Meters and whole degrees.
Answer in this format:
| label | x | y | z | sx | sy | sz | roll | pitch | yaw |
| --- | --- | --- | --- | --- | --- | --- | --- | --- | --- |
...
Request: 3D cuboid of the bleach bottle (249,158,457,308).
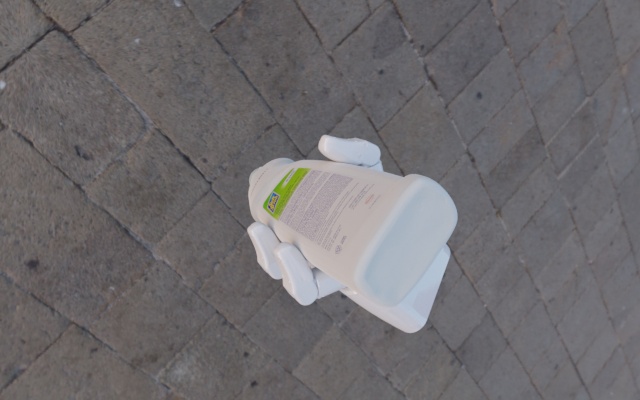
| label | x | y | z | sx | sy | sz | roll | pitch | yaw |
| --- | --- | --- | --- | --- | --- | --- | --- | --- | --- |
| bleach bottle | 0.000 | 0.002 | 0.445 | 0.068 | 0.102 | 0.250 | 40 | -7 | -34 |
